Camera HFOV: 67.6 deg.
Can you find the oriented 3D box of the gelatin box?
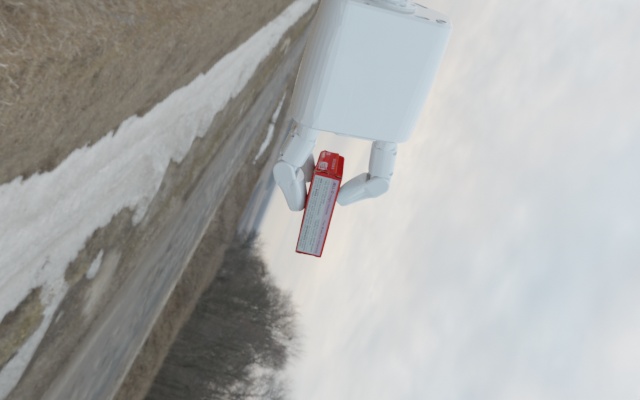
[{"bbox_3d":[0.000,0.002,0.483,0.030,0.089,0.073,13,21,0],"label":"gelatin box"}]
